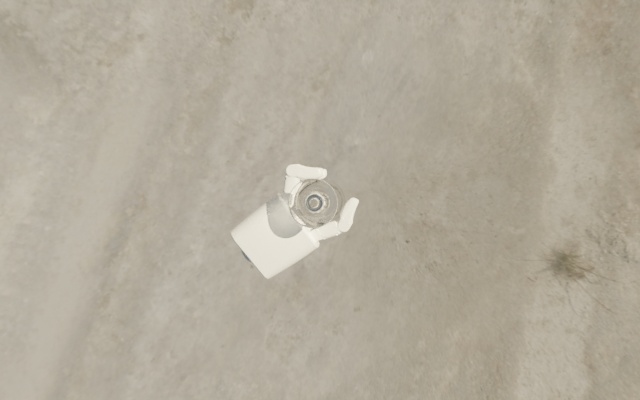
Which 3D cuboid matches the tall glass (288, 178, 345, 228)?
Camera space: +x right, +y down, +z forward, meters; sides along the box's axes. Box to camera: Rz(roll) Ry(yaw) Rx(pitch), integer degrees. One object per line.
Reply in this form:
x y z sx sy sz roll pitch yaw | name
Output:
0.000 0.003 0.802 0.079 0.079 0.201 0 1 7 | tall glass
